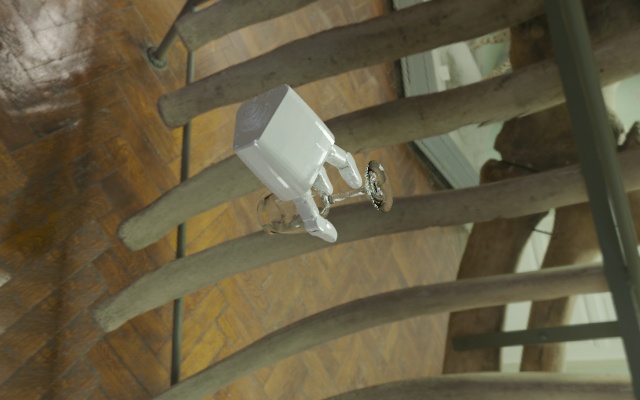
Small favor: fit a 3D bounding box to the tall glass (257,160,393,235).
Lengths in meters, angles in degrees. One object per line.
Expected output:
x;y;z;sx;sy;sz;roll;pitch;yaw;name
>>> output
0.001;0.002;0.706;0.201;0.079;0.079;-15;-9;33;tall glass
